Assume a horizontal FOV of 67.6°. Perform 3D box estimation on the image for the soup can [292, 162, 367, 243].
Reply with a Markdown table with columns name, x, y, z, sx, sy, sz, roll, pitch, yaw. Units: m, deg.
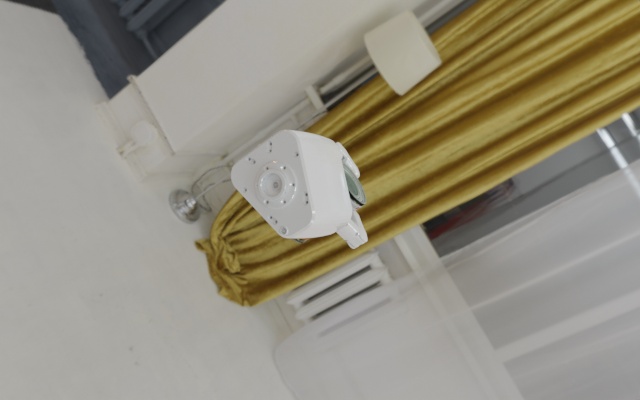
| name | x | y | z | sx | sy | sz | roll | pitch | yaw |
| --- | --- | --- | --- | --- | --- | --- | --- | --- | --- |
| soup can | 0.001 | 0.002 | 0.625 | 0.102 | 0.068 | 0.068 | -32 | -12 | 20 |
